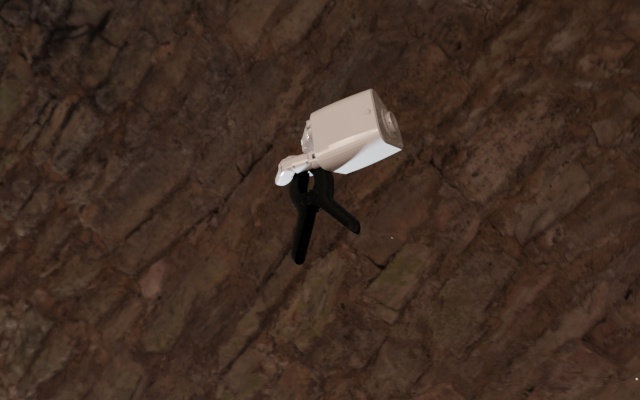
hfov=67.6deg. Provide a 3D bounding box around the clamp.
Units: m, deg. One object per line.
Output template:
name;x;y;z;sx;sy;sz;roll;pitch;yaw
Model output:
clamp;0.000;0.002;0.721;0.120;0.171;0.039;-19;-27;25
